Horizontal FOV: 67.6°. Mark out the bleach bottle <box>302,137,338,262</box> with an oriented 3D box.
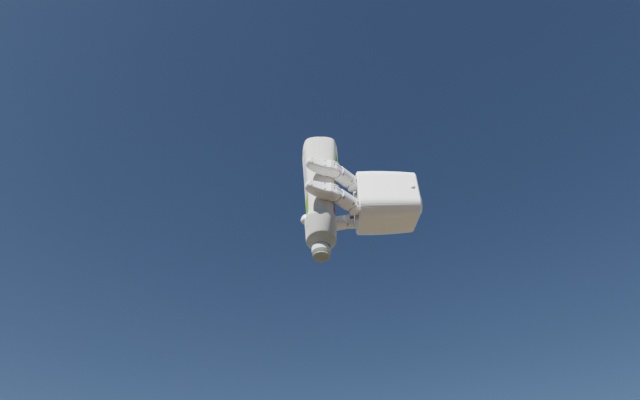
[{"bbox_3d":[0.000,0.003,0.845,0.068,0.250,0.103,-1,-42,0],"label":"bleach bottle"}]
